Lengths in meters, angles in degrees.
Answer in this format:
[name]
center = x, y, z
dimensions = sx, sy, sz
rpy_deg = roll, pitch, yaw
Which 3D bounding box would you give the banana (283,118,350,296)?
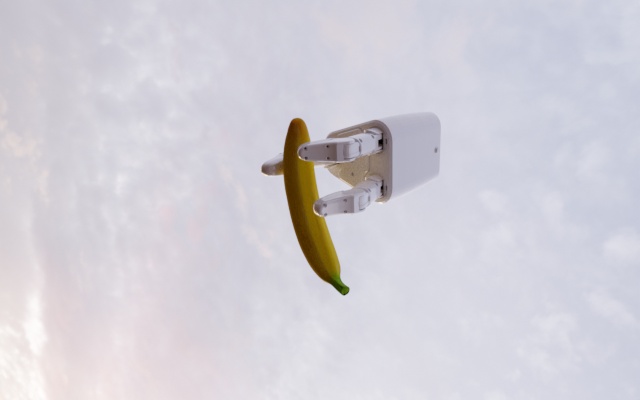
[banana]
center = -0.009, 0.009, 0.539
dimensions = 0.037, 0.198, 0.069
rpy_deg = -16, -2, -36
